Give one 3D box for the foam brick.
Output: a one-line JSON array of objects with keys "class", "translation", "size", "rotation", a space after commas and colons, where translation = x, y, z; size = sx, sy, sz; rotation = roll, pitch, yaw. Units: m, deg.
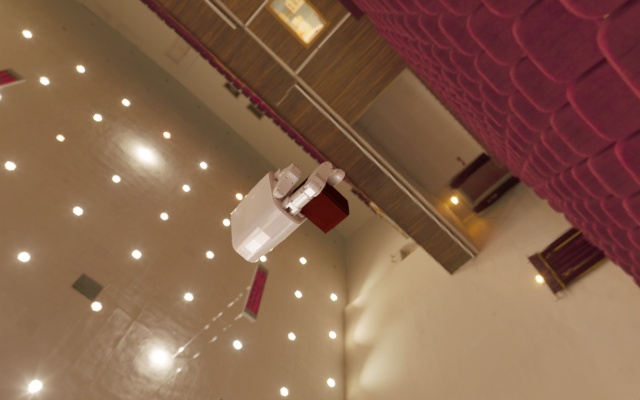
[{"class": "foam brick", "translation": [0.000, 0.003, 0.748], "size": [0.078, 0.051, 0.053], "rotation": [42, 18, -15]}]
